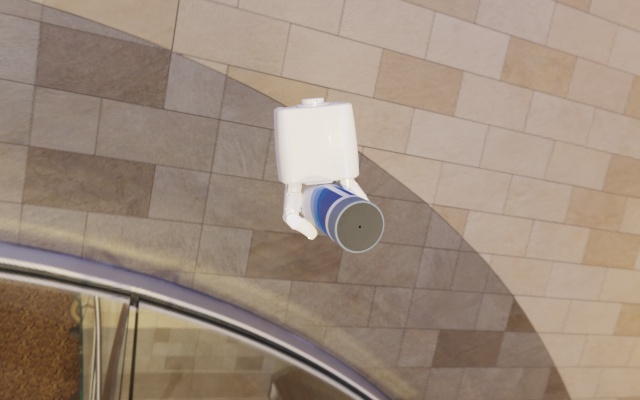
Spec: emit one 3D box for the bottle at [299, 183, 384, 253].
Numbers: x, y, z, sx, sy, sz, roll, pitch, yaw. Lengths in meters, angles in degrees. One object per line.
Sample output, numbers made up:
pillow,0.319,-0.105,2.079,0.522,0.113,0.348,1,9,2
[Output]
bottle,0.000,0.002,0.718,0.069,0.069,0.295,0,12,-20
